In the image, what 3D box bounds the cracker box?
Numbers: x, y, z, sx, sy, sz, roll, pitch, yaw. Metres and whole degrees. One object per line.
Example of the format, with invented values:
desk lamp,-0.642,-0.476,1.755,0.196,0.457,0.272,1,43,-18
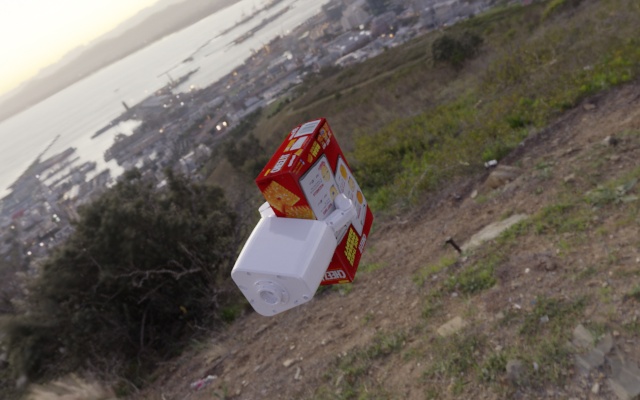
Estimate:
cracker box,0.000,0.002,0.761,0.072,0.214,0.164,-12,32,29
